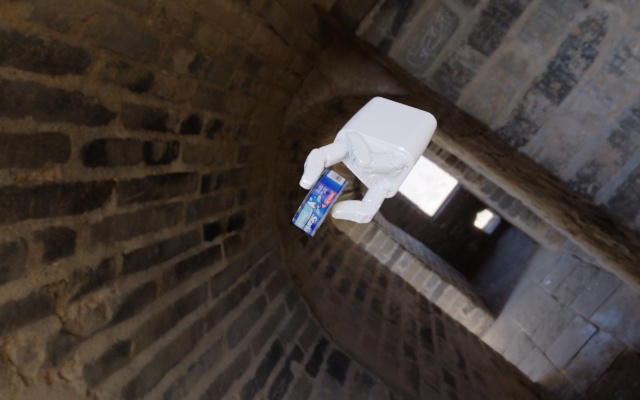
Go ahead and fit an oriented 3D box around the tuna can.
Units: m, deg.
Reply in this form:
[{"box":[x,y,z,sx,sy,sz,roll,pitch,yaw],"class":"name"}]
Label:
[{"box":[0.000,0.002,0.616,0.034,0.086,0.086,34,1,2],"class":"tuna can"}]
